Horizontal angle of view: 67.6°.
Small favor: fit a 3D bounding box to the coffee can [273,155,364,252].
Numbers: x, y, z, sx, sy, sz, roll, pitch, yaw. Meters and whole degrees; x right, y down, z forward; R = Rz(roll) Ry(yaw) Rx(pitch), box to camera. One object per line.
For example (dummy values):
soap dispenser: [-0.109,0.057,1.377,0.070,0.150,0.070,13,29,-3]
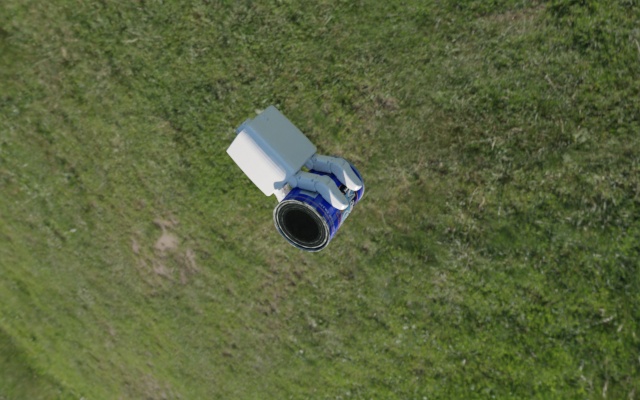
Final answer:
coffee can: [0.000,0.003,0.802,0.103,0.103,0.140,0,34,33]
